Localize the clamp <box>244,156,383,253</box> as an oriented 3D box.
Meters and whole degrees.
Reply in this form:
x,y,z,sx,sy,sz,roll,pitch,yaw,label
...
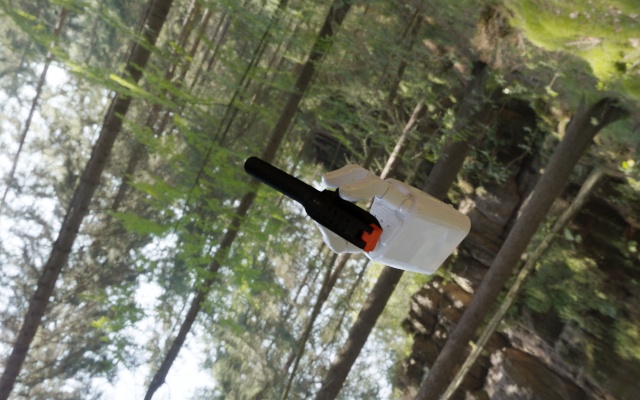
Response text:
x,y,z,sx,sy,sz,roll,pitch,yaw,label
0.000,0.003,0.586,0.164,0.036,0.210,18,13,-28,clamp
